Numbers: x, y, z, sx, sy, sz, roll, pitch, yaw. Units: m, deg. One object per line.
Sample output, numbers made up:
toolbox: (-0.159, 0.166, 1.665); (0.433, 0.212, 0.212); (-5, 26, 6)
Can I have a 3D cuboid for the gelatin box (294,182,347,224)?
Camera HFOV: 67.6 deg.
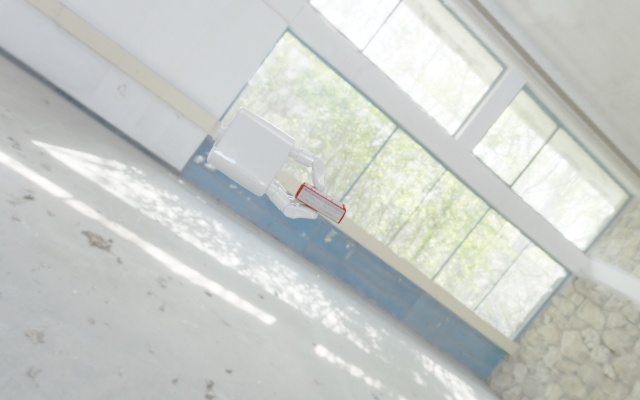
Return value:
gelatin box: (0.001, 0.002, 0.826); (0.089, 0.030, 0.073); (30, 6, -3)
